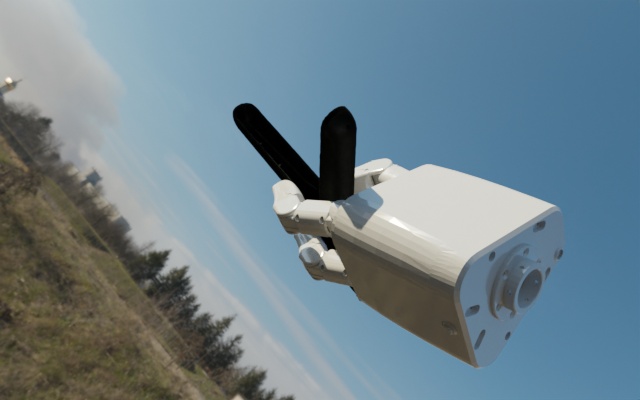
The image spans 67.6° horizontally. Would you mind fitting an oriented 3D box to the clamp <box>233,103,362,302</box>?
[{"bbox_3d":[0.001,0.001,0.424,0.036,0.210,0.164,-37,35,-21],"label":"clamp"}]
